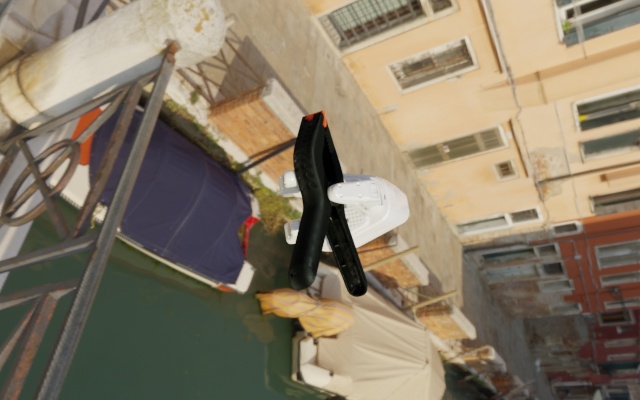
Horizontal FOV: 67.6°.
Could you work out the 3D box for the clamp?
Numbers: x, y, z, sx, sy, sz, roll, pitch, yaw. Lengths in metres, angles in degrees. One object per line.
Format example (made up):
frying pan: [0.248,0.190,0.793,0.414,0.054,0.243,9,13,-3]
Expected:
clamp: [0.001,0.001,0.503,0.036,0.210,0.164,-13,-11,20]
